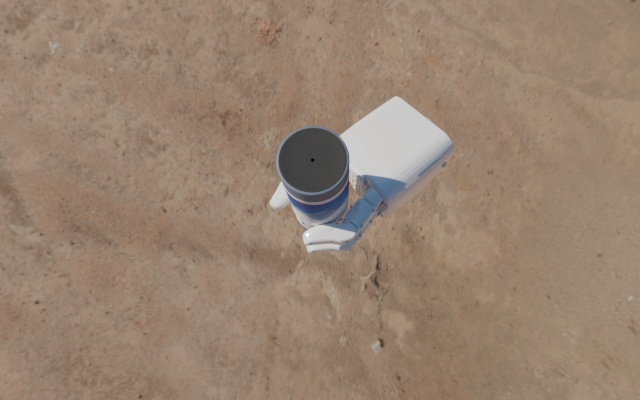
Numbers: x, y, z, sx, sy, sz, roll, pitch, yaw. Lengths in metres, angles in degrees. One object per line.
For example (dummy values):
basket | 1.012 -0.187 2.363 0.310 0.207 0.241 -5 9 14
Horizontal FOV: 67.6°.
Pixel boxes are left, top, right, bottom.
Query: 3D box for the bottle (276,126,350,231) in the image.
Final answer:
bottle | 0.000 0.002 0.569 0.069 0.069 0.296 0 -15 3
